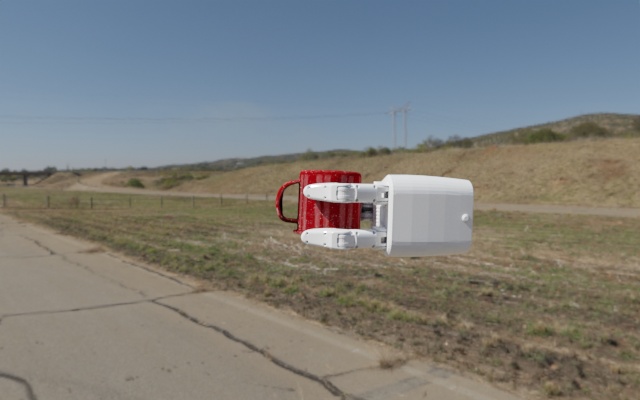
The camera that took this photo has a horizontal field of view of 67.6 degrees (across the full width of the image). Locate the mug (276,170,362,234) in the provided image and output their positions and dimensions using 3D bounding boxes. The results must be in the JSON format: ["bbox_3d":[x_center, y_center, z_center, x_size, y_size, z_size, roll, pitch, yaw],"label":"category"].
[{"bbox_3d":[-0.001,0.002,0.621,0.117,0.081,0.093,2,2,-10],"label":"mug"}]
